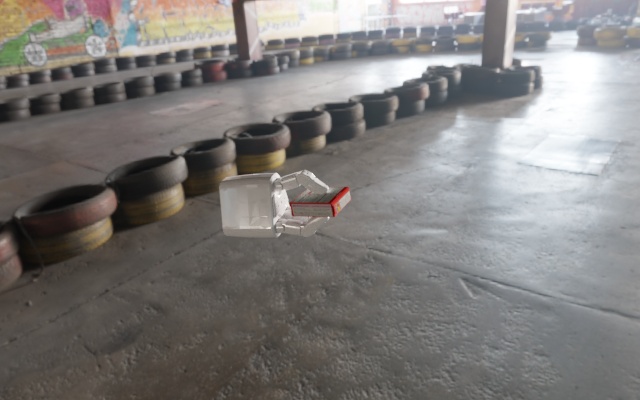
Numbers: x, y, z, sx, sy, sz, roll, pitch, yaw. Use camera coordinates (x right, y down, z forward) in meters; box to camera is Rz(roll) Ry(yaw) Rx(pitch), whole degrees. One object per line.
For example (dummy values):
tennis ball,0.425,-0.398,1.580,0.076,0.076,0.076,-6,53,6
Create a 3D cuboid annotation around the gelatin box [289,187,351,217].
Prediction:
gelatin box,0.000,0.002,0.858,0.089,0.030,0.073,-1,23,30
